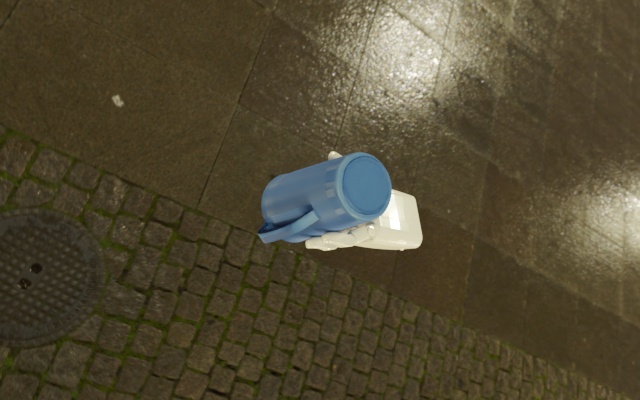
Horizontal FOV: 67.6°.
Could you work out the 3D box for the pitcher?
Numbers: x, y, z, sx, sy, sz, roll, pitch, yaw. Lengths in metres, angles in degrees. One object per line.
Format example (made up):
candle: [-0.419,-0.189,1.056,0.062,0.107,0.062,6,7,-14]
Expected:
pitcher: [0.000,0.003,0.816,0.145,0.149,0.243,13,-16,-30]
